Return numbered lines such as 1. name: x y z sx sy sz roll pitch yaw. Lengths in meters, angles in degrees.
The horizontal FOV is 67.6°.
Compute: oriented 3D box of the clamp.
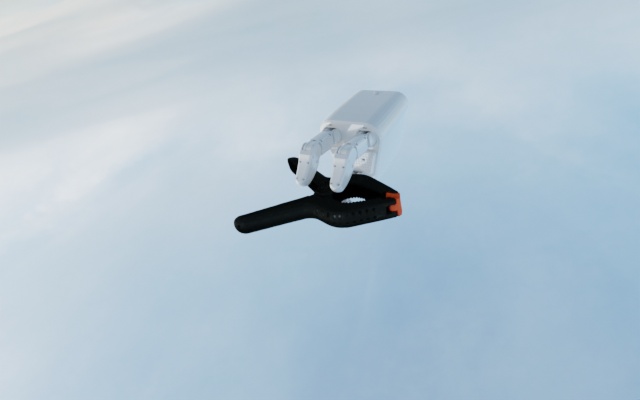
1. clamp: 0.001 0.003 0.625 0.210 0.036 0.164 11 42 32
